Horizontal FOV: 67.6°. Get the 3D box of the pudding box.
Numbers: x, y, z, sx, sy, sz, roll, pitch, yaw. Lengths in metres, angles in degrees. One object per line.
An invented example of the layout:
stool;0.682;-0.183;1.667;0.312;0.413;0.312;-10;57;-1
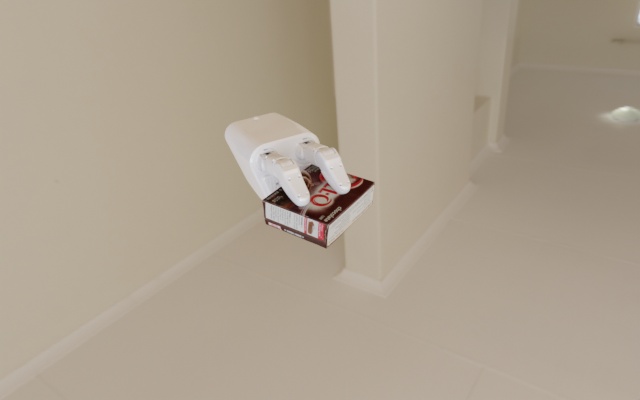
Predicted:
pudding box;0.000;0.002;0.570;0.090;0.039;0.113;19;39;27
